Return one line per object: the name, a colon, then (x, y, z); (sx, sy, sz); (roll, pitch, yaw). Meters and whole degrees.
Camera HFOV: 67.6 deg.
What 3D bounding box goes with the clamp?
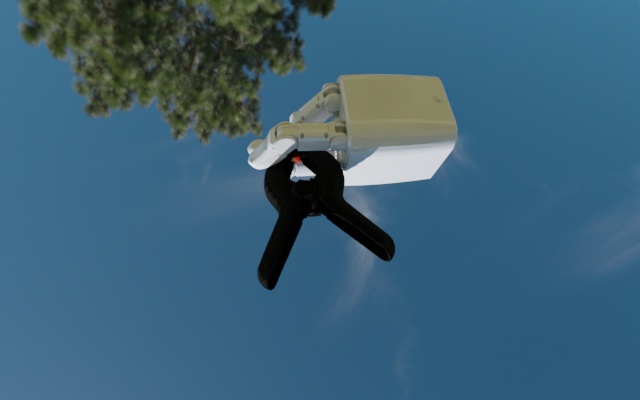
clamp: (0.000, 0.002, 0.452); (0.120, 0.171, 0.039); (-2, -36, -5)
